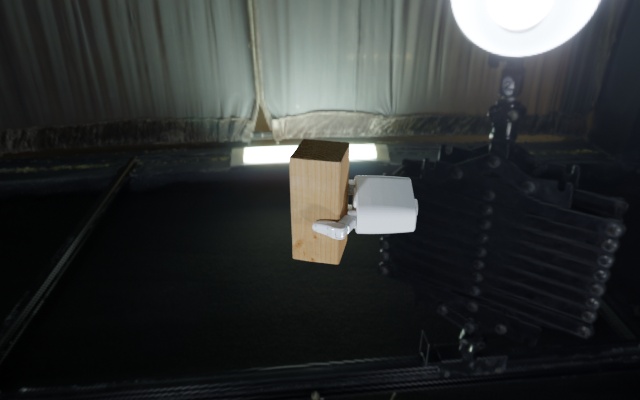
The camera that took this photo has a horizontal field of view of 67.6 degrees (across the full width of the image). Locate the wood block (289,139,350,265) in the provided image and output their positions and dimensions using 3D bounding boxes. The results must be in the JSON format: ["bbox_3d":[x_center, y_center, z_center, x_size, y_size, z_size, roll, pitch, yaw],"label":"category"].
[{"bbox_3d":[0.000,0.003,0.868,0.090,0.206,0.090,6,29,12],"label":"wood block"}]
